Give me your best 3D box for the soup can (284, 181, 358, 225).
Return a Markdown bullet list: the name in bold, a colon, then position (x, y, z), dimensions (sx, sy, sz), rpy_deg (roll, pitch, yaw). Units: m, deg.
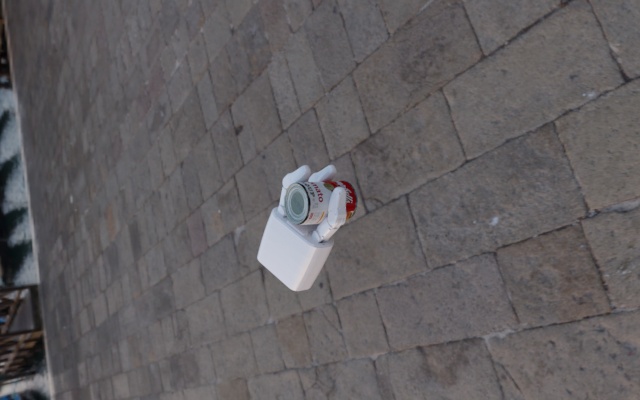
- **soup can**: position (0.000, 0.002, 0.770), dimensions (0.102, 0.068, 0.068), rpy_deg (-3, 2, -39)
